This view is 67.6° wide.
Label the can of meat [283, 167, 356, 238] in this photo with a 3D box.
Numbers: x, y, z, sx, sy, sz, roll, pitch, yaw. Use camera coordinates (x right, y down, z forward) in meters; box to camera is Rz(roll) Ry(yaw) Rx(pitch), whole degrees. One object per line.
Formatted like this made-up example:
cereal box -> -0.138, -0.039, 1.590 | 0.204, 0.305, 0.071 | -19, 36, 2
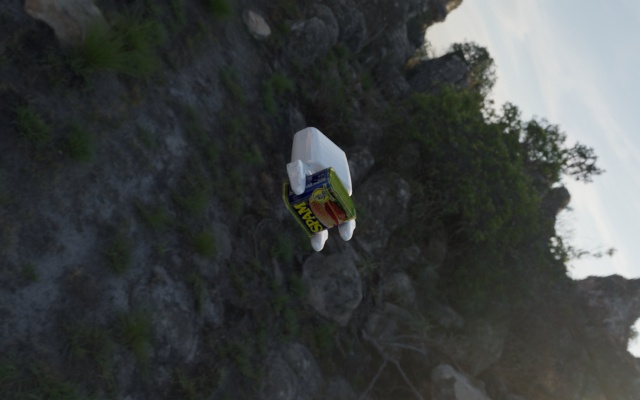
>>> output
can of meat -> 0.000, 0.002, 0.775 | 0.084, 0.102, 0.057 | -22, 38, 17
